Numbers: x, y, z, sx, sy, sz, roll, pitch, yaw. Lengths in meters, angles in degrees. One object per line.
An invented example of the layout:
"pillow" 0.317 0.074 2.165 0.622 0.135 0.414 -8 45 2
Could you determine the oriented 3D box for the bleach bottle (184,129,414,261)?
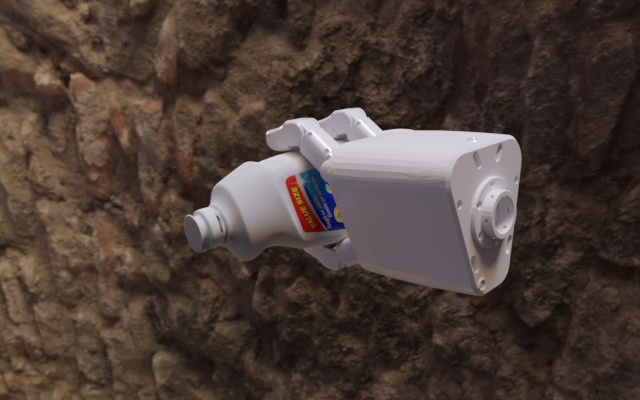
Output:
"bleach bottle" 0.000 0.001 0.431 0.251 0.102 0.068 -19 19 -38
